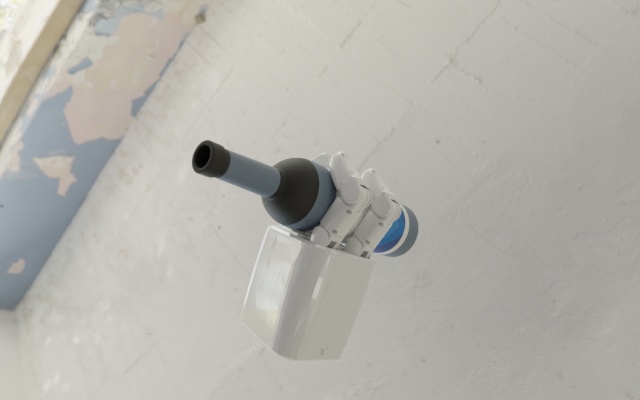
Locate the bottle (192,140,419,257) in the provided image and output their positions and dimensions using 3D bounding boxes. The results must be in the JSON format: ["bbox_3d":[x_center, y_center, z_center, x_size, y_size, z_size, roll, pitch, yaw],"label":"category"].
[{"bbox_3d":[0.000,0.002,0.476,0.069,0.069,0.296,0,-14,39],"label":"bottle"}]
